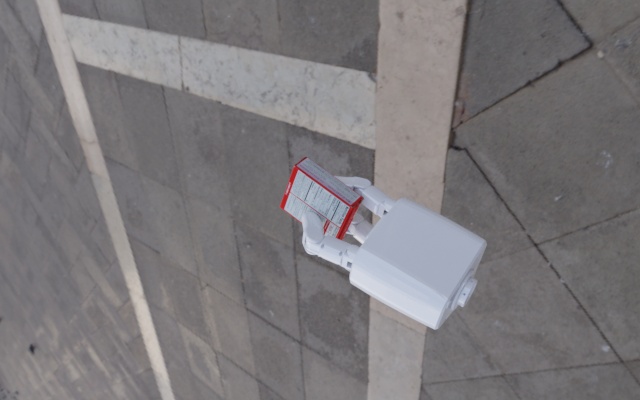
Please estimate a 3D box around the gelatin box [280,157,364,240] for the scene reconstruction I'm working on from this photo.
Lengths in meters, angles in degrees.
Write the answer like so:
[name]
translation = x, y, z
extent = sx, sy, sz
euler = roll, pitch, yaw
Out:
[gelatin box]
translation = 0.000, 0.002, 0.576
extent = 0.089, 0.073, 0.030
euler = 35, 44, 13
